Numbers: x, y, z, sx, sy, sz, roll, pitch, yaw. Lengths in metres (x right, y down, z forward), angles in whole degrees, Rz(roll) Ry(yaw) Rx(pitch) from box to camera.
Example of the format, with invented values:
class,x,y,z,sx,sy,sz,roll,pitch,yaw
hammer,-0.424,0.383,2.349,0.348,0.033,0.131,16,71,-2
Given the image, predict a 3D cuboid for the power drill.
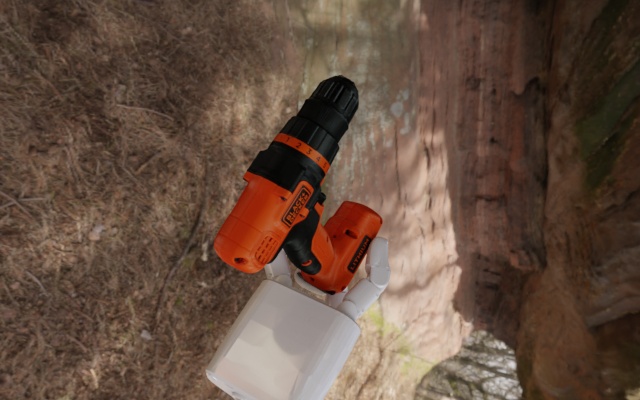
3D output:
class,x,y,z,sx,sy,sz,roll,pitch,yaw
power drill,0.000,0.002,0.452,0.057,0.184,0.188,27,-12,33
